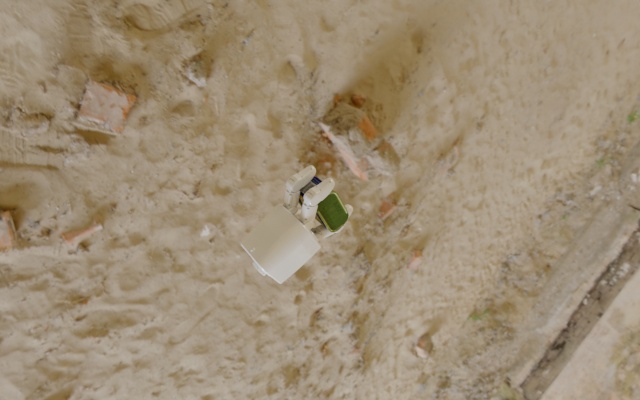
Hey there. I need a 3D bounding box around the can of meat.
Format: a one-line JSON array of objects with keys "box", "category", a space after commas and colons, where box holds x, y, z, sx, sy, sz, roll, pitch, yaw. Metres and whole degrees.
[{"box": [0.000, 0.003, 0.899, 0.084, 0.057, 0.102, 40, -12, 43], "category": "can of meat"}]
